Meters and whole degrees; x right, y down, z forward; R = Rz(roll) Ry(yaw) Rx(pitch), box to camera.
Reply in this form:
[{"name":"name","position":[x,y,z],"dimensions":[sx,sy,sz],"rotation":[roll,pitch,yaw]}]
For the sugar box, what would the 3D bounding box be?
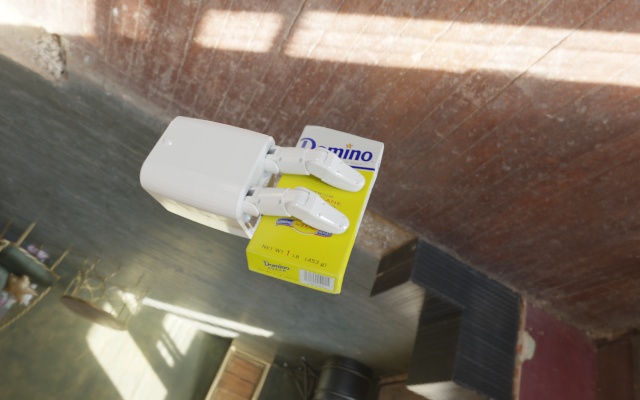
[{"name":"sugar box","position":[0.000,0.001,0.493],"dimensions":[0.093,0.176,0.048],"rotation":[15,-34,8]}]
